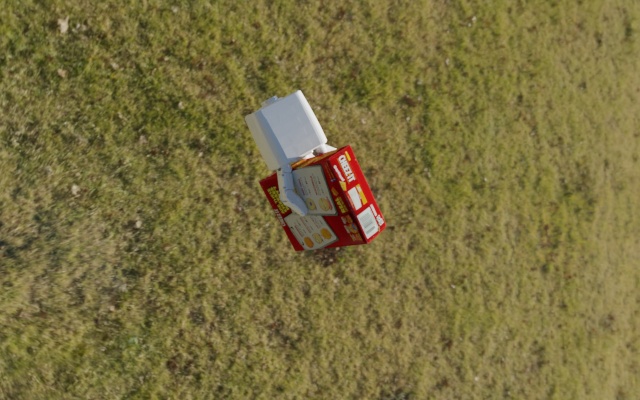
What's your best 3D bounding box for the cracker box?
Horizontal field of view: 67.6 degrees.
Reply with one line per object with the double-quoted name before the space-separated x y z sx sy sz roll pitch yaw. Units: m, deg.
"cracker box" 0.000 0.003 0.890 0.072 0.164 0.214 -35 14 -37
